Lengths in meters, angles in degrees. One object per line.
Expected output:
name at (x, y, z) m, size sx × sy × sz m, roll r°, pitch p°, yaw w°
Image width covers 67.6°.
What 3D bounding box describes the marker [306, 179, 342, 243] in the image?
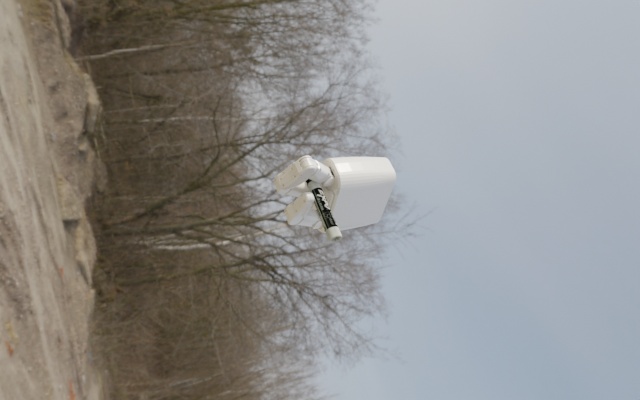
marker at (0.000, 0.002, 0.660) m, size 0.020 × 0.121 × 0.020 m, roll -18°, pitch -27°, yaw -9°
